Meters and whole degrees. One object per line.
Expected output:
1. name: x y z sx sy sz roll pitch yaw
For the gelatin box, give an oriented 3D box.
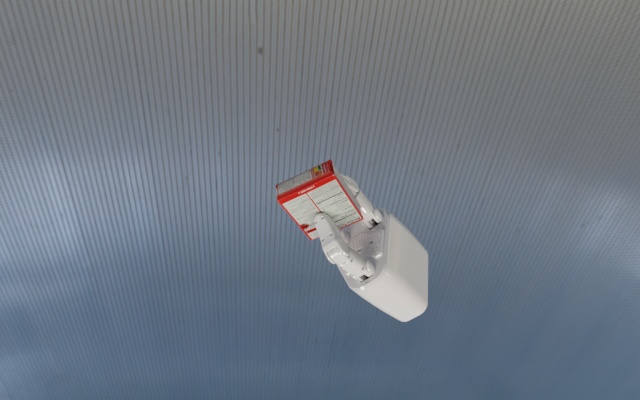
1. gelatin box: 0.000 0.002 0.565 0.073 0.030 0.089 -24 -46 14
